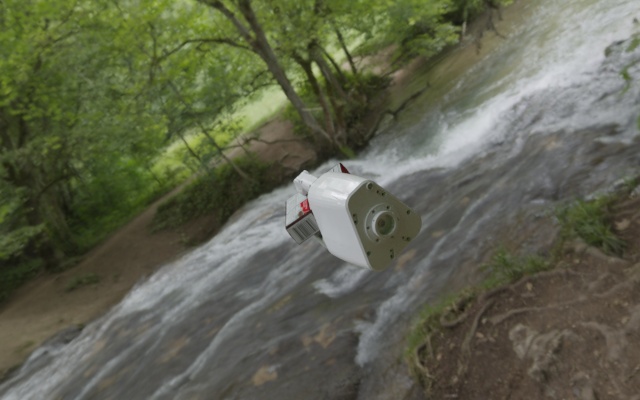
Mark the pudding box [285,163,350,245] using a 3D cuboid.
[{"bbox_3d":[0.000,0.002,0.711,0.113,0.039,0.090,-33,23,13],"label":"pudding box"}]
